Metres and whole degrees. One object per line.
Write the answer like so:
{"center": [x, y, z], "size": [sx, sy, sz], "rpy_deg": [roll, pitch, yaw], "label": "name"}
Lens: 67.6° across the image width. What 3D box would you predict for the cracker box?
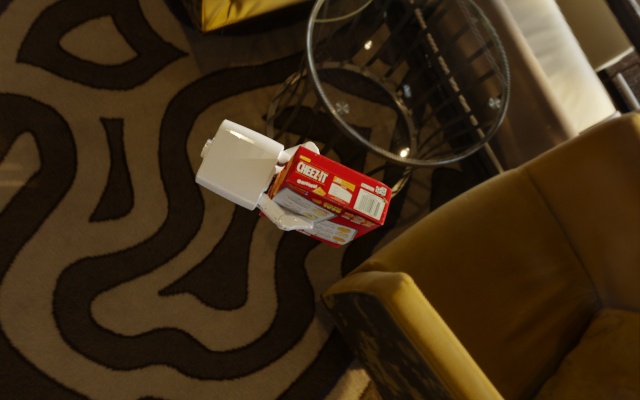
{"center": [0.000, 0.003, 0.808], "size": [0.164, 0.072, 0.214], "rpy_deg": [24, -21, -10], "label": "cracker box"}
